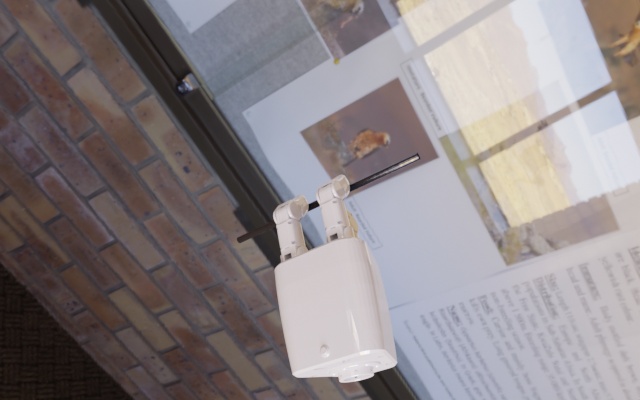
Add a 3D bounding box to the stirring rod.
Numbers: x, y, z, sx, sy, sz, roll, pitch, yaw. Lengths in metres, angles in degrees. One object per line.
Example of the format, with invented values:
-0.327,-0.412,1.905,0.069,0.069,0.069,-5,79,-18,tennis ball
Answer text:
0.000,0.002,0.533,0.239,0.011,0.011,-25,-11,24,stirring rod
